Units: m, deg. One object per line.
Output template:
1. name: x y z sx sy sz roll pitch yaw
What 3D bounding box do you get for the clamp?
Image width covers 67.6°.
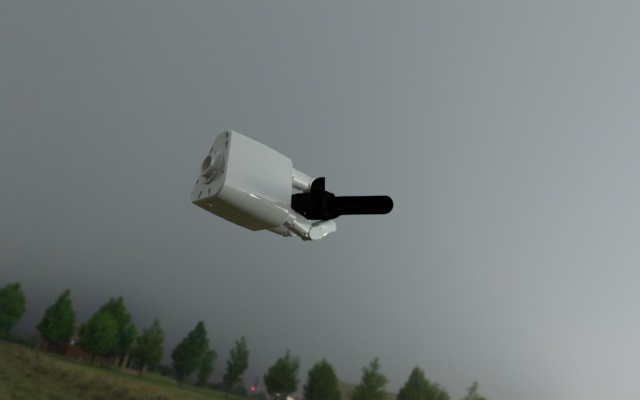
1. clamp: 0.000 0.002 0.652 0.120 0.039 0.171 25 -24 -36
